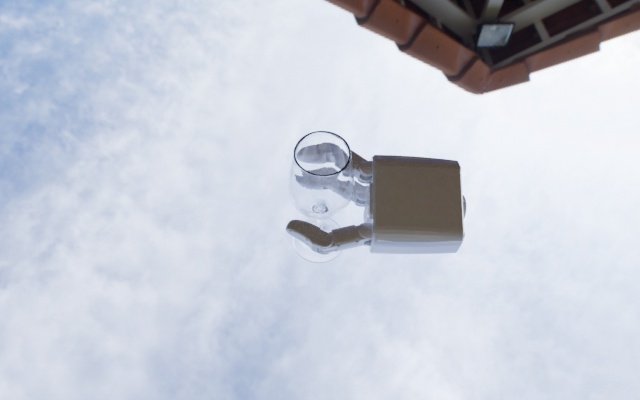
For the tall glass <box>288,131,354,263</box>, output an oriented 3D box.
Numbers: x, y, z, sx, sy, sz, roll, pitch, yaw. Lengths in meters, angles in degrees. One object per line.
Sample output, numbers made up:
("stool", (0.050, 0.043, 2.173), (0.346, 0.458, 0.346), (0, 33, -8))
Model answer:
("tall glass", (0.000, 0.002, 0.592), (0.079, 0.079, 0.201), (0, -32, -1))
